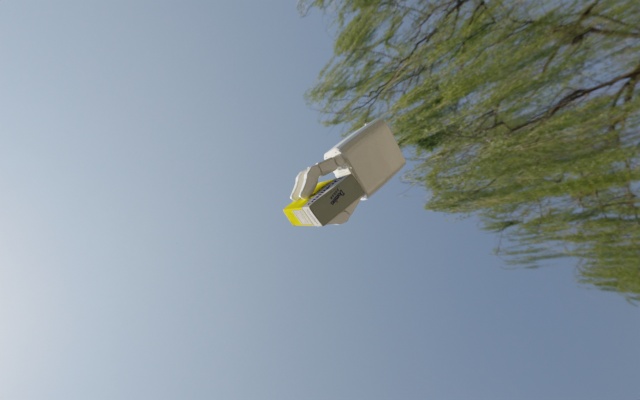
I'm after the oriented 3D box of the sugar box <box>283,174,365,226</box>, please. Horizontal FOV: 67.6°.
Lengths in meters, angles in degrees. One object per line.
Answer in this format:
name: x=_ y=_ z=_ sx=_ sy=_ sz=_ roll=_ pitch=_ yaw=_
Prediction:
sugar box: x=0.000 y=0.002 z=0.828 sx=0.093 sy=0.048 sz=0.176 roll=-38 pitch=6 yaw=-17
